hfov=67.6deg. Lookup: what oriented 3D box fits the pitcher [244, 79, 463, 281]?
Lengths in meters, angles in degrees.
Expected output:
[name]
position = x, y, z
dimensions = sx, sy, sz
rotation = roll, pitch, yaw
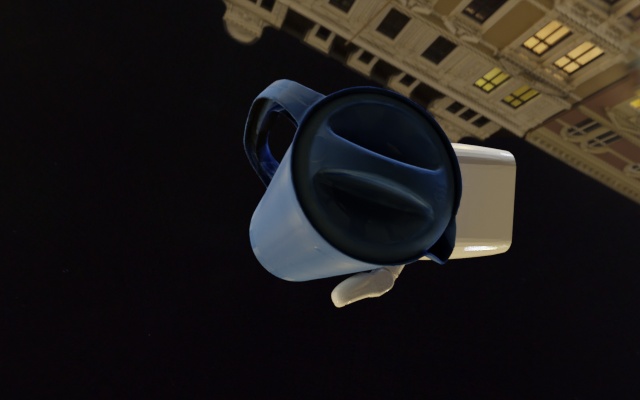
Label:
[pitcher]
position = 0.000, 0.001, 0.440
dimensions = 0.145, 0.149, 0.243
rotation = -1, -15, -19
